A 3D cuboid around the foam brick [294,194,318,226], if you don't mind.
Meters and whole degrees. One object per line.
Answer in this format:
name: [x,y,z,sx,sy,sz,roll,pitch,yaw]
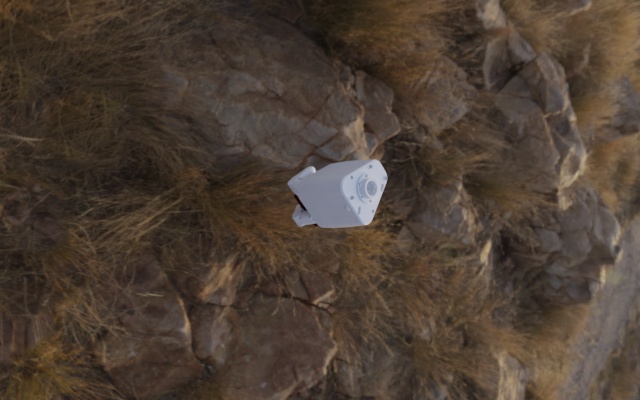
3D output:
foam brick: [0.000,0.003,0.873,0.051,0.078,0.053,-4,38,48]
